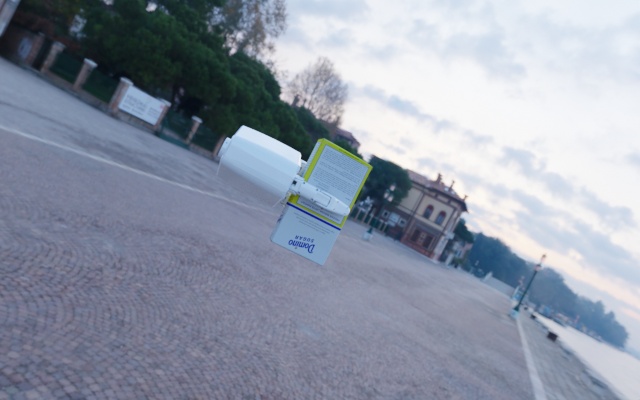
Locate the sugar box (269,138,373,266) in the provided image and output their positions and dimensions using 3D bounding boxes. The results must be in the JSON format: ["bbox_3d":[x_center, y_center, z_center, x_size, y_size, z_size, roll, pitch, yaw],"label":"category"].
[{"bbox_3d":[0.000,0.002,0.746,0.093,0.176,0.048,28,1,-13],"label":"sugar box"}]
